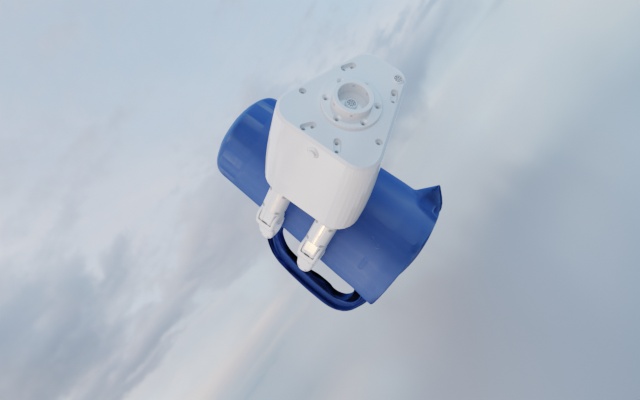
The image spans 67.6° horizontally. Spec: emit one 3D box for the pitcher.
[{"bbox_3d":[0.000,0.002,0.543,0.243,0.149,0.145,37,-24,9],"label":"pitcher"}]
